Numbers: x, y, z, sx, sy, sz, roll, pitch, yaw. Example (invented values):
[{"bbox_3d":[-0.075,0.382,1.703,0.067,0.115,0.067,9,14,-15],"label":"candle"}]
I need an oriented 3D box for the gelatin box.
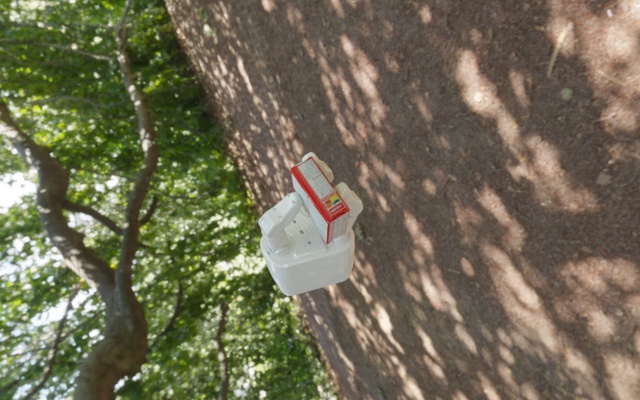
[{"bbox_3d":[0.000,0.002,0.530,0.030,0.073,0.089,-32,-17,-10],"label":"gelatin box"}]
